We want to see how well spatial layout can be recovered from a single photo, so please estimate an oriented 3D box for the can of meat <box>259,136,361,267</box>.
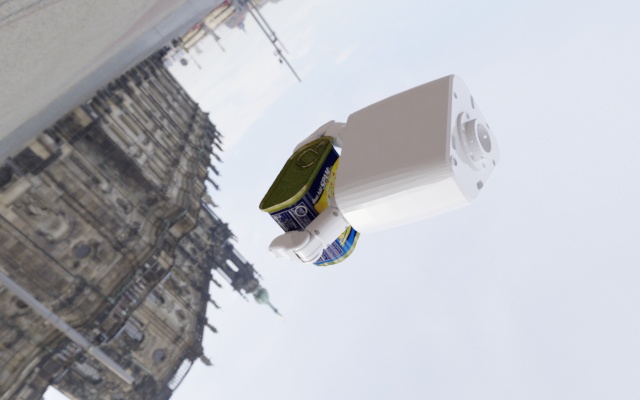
[{"bbox_3d":[0.000,0.002,0.466,0.057,0.084,0.102,-19,30,37],"label":"can of meat"}]
